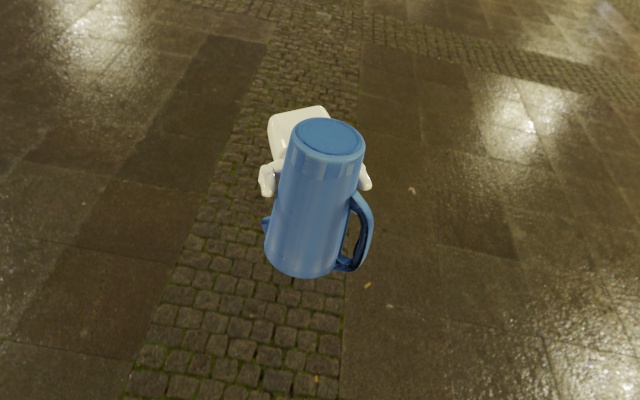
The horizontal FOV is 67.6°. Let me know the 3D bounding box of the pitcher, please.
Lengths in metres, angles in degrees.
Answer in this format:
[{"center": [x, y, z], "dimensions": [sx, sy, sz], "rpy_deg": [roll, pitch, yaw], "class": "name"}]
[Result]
[{"center": [0.000, 0.002, 0.741], "dimensions": [0.149, 0.243, 0.145], "rpy_deg": [-2, 44, -18], "class": "pitcher"}]
